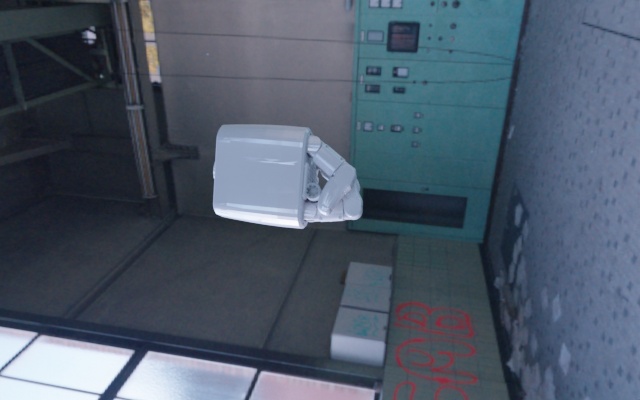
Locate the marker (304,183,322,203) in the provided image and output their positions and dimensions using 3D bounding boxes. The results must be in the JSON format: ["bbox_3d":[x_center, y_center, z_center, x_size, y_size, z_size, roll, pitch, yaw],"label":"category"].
[{"bbox_3d":[0.000,0.002,0.583,0.020,0.020,0.121,0,-12,9],"label":"marker"}]
